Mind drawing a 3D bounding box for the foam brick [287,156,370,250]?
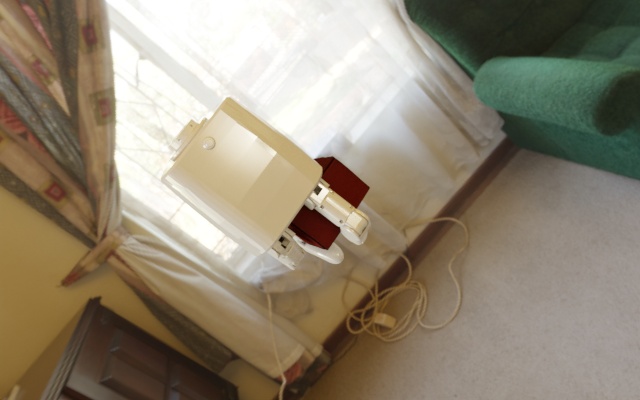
[{"bbox_3d":[0.000,0.001,0.471,0.051,0.078,0.053,39,-12,-19],"label":"foam brick"}]
